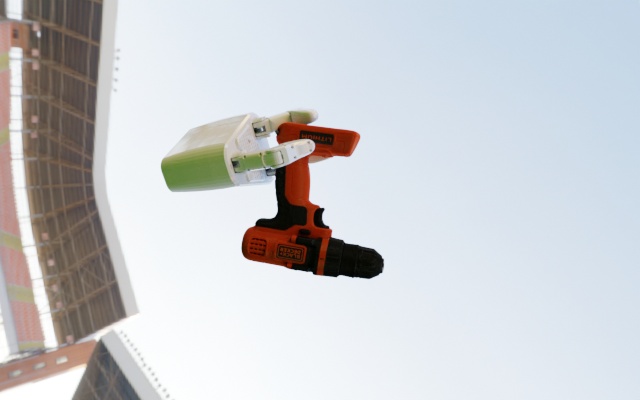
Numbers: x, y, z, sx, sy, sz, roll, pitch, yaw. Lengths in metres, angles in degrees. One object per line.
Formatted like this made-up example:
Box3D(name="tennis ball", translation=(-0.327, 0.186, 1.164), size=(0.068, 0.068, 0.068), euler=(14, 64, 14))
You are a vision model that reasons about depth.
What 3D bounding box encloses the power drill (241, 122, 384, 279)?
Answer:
Box3D(name="power drill", translation=(0.000, 0.001, 0.606), size=(0.184, 0.187, 0.057), euler=(9, 1, 2))
